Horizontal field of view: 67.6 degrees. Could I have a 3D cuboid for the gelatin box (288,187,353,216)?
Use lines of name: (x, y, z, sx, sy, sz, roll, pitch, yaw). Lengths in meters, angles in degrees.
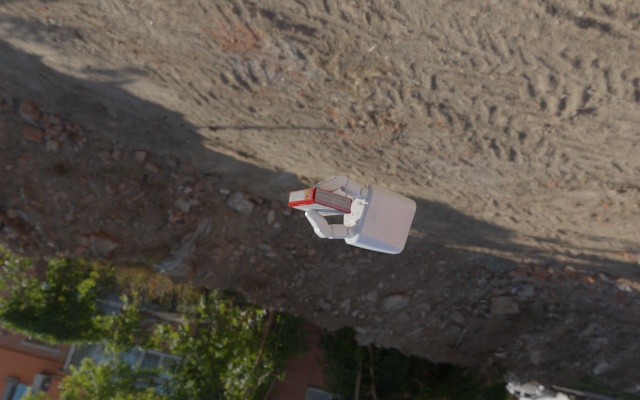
gelatin box: (0.000, 0.003, 0.844, 0.089, 0.030, 0.073, 16, -15, -37)
